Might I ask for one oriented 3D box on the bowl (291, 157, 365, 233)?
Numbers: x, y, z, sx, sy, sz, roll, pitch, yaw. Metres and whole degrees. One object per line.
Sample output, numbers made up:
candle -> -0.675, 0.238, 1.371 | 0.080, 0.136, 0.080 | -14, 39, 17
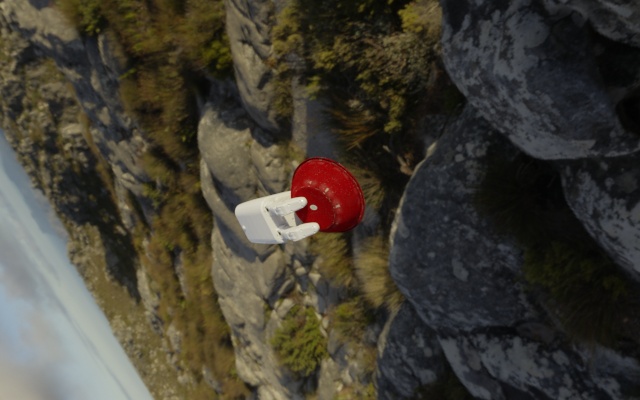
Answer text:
bowl -> 0.001, 0.003, 0.895 | 0.162, 0.162, 0.055 | 0, 27, 34
